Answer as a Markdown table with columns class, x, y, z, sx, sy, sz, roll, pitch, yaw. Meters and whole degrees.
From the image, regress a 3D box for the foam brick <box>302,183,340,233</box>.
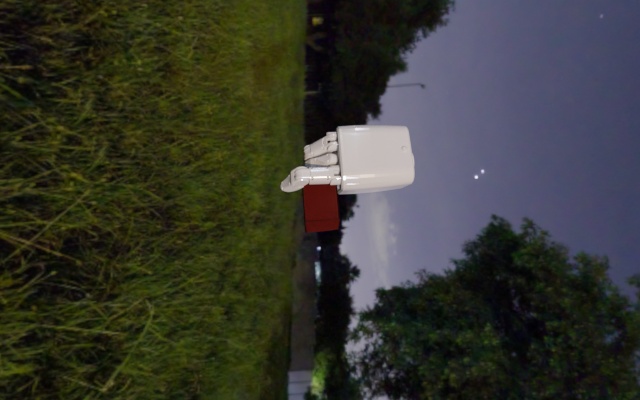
| class | x | y | z | sx | sy | sz | roll | pitch | yaw |
| --- | --- | --- | --- | --- | --- | --- | --- | --- | --- |
| foam brick | 0.000 | 0.003 | 0.710 | 0.051 | 0.078 | 0.053 | -3 | -20 | -3 |
